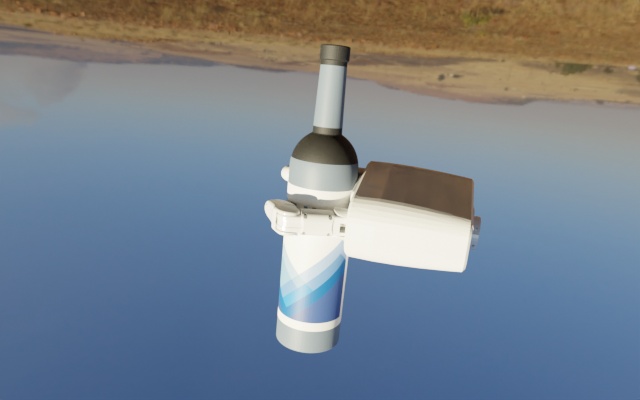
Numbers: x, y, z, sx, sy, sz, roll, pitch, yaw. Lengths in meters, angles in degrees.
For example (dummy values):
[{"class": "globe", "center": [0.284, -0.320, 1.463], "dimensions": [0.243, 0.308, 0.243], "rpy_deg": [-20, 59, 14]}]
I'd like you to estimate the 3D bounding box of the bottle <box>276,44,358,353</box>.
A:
[{"class": "bottle", "center": [0.000, 0.002, 0.470], "dimensions": [0.069, 0.296, 0.069], "rpy_deg": [5, 14, -1]}]
